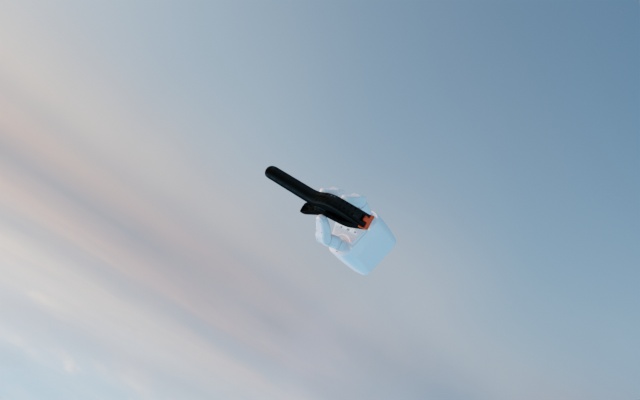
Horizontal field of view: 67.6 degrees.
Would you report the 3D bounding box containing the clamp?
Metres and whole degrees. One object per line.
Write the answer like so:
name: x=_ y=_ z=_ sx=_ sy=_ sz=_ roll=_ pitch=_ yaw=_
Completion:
clamp: x=0.000 y=0.004 z=0.870 sx=0.210 sy=0.036 sz=0.165 roll=19 pitch=-17 yaw=41
